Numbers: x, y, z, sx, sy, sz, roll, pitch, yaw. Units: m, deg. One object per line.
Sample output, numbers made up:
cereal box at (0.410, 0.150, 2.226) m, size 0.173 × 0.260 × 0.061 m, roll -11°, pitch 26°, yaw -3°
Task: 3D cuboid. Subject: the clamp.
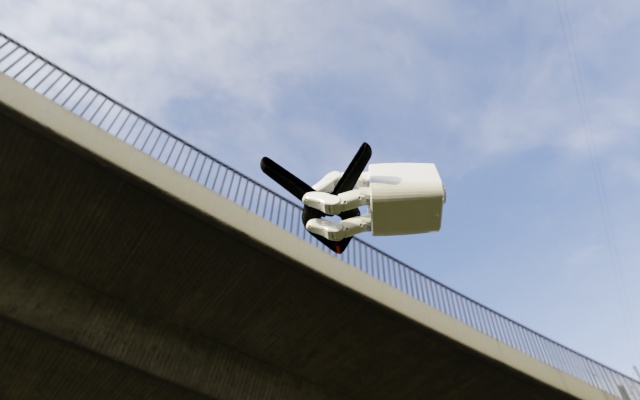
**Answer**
clamp at (0.000, 0.002, 0.746) m, size 0.164 × 0.210 × 0.036 m, roll -1°, pitch 40°, yaw 7°
